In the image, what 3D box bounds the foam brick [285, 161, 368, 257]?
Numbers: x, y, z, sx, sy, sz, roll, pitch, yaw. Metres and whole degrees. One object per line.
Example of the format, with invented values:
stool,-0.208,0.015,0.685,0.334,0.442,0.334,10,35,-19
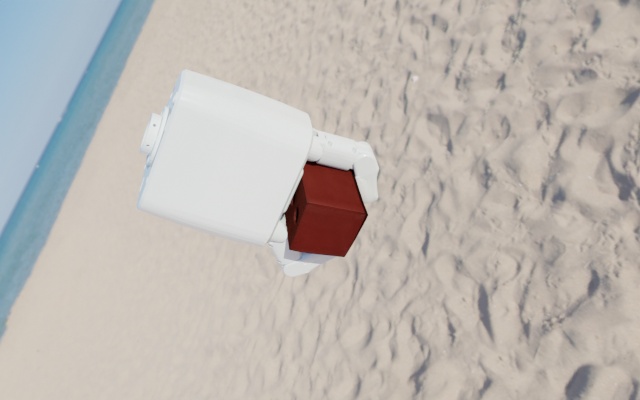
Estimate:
foam brick,0.000,0.001,0.405,0.051,0.053,0.078,9,38,-19
